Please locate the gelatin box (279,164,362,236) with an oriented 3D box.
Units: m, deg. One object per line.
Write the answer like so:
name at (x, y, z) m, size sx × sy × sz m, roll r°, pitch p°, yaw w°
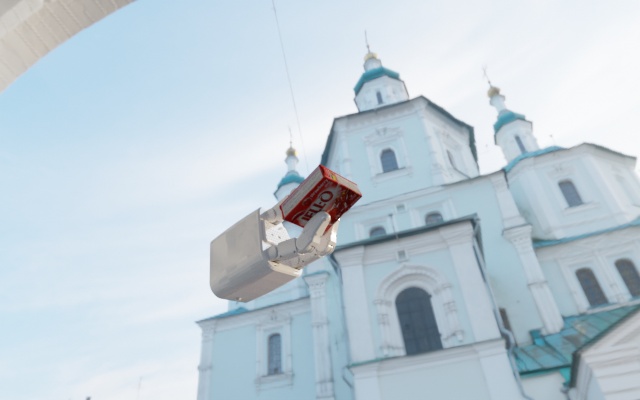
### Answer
gelatin box at (0.000, 0.002, 0.647) m, size 0.073 × 0.030 × 0.089 m, roll 26°, pitch -61°, yaw -37°
